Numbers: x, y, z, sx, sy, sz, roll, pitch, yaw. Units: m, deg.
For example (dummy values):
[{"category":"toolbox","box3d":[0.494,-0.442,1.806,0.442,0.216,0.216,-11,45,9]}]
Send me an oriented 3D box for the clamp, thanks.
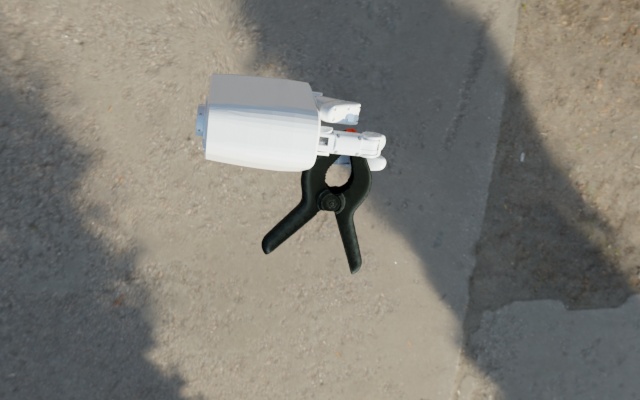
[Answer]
[{"category":"clamp","box3d":[0.000,0.002,0.538,0.120,0.171,0.039,4,17,-14]}]
